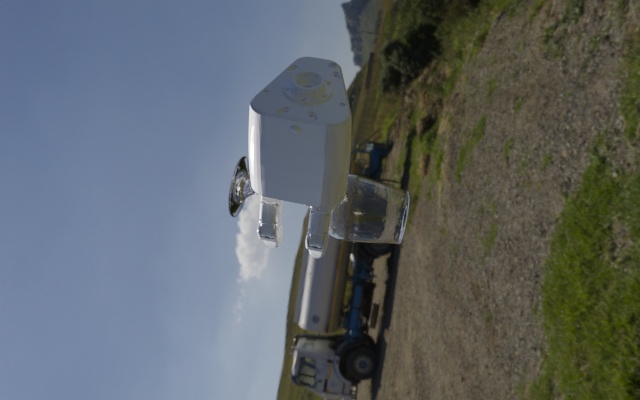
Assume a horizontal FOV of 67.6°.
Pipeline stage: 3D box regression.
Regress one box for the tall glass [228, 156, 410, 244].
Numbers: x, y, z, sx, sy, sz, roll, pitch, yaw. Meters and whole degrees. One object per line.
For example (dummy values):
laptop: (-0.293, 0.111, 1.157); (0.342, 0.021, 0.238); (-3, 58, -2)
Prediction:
tall glass: (-0.001, 0.002, 0.560); (0.201, 0.079, 0.079); (11, 1, 5)
